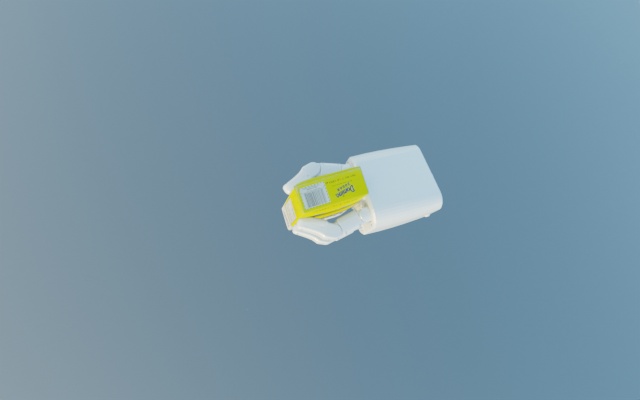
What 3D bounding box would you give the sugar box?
[{"bbox_3d":[0.000,0.003,0.687,0.093,0.048,0.176,-16,-10,-12],"label":"sugar box"}]
